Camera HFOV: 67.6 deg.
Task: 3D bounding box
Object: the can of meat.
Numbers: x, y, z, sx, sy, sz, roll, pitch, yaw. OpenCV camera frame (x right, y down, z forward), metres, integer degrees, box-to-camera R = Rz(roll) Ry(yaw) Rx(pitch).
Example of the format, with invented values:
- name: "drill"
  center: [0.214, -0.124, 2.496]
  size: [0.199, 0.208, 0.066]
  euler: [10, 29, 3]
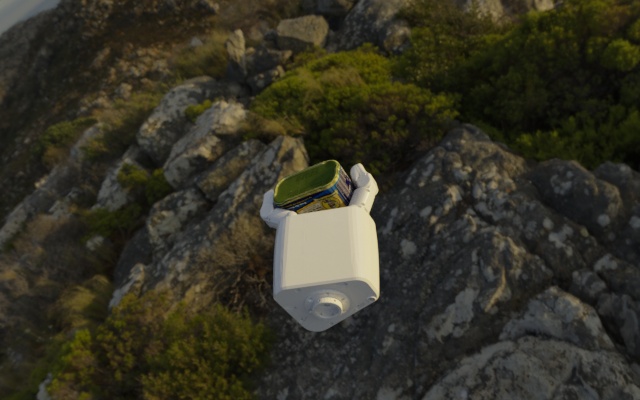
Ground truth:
- name: "can of meat"
  center: [0.000, 0.002, 0.628]
  size: [0.102, 0.057, 0.084]
  euler: [-20, -50, 23]
